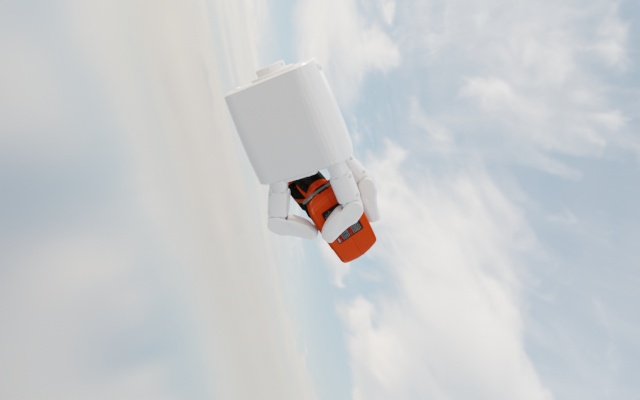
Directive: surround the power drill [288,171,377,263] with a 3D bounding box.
[{"bbox_3d":[0.000,0.002,0.631,0.057,0.184,0.187,-37,35,-5],"label":"power drill"}]
